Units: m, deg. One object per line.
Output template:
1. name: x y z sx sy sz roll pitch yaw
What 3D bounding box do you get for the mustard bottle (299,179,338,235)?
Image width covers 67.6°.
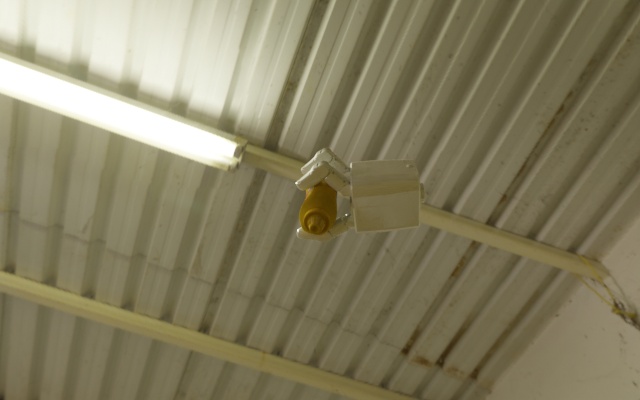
1. mustard bottle: 0.000 0.002 0.788 0.058 0.096 0.191 18 25 -4
